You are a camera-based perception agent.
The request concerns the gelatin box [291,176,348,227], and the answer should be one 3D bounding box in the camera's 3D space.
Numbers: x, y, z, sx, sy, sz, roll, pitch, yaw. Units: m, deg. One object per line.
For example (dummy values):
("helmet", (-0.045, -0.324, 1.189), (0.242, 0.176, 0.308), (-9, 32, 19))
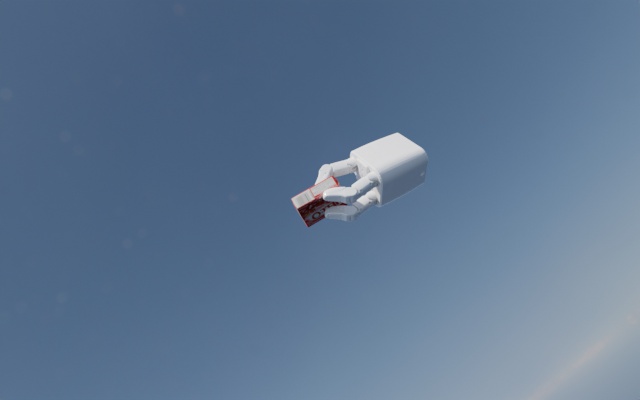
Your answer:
("gelatin box", (0.000, 0.003, 0.876), (0.089, 0.030, 0.073), (-29, -34, -1))
